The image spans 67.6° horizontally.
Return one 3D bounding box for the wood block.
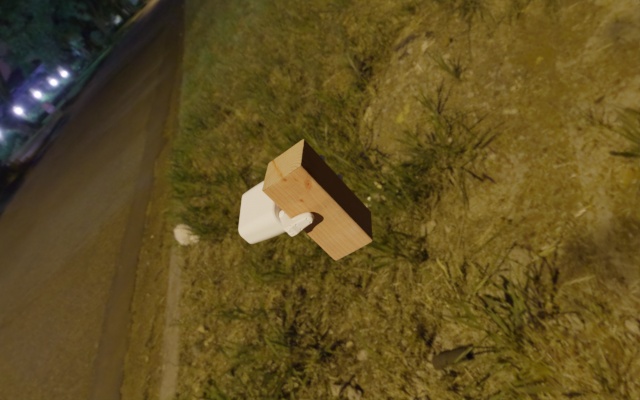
[{"bbox_3d":[0.000,0.003,0.876,0.090,0.206,0.090,-31,30,25],"label":"wood block"}]
